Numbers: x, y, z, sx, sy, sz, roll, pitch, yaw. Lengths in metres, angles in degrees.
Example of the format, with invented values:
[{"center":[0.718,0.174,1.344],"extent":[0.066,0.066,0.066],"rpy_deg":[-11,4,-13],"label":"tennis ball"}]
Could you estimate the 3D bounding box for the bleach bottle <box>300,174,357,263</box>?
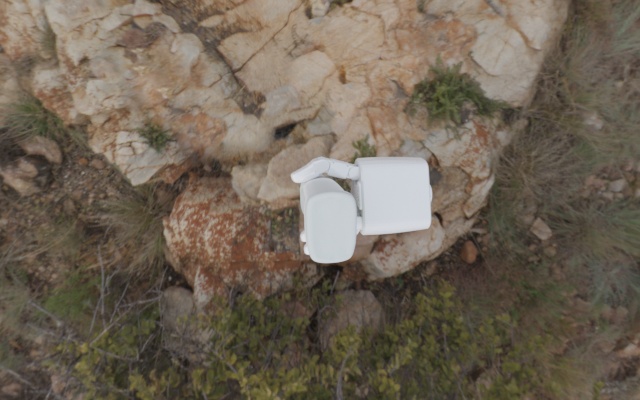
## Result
[{"center":[0.000,0.003,0.731],"extent":[0.068,0.102,0.250],"rpy_deg":[-3,17,-6],"label":"bleach bottle"}]
